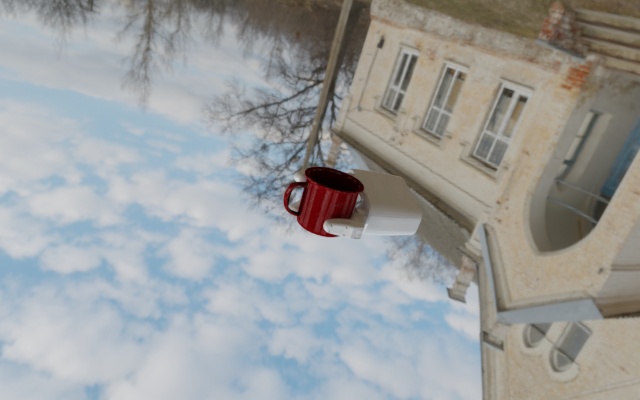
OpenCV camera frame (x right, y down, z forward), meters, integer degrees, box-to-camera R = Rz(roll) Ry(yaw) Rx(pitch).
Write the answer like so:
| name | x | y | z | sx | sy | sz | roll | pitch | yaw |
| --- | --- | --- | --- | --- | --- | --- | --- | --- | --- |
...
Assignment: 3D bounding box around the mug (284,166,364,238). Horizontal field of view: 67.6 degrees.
| name | x | y | z | sx | sy | sz | roll | pitch | yaw |
| --- | --- | --- | --- | --- | --- | --- | --- | --- | --- |
| mug | -0.001 | 0.002 | 0.725 | 0.117 | 0.081 | 0.093 | 5 | 25 | -25 |
